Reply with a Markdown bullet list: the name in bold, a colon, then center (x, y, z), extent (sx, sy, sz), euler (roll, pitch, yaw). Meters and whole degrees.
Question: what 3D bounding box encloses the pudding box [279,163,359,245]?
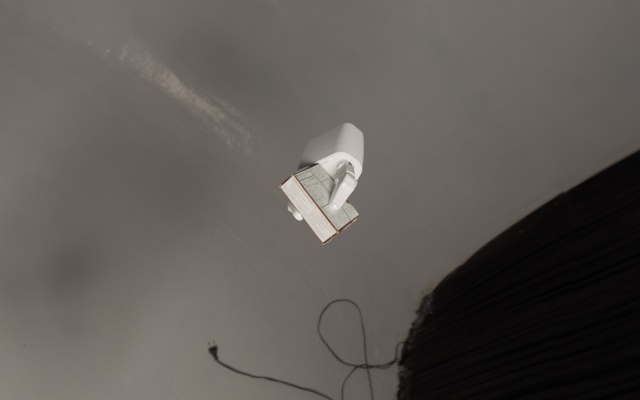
- **pudding box**: center (0.000, 0.002, 0.739), extent (0.039, 0.113, 0.090), euler (-42, -6, 30)
